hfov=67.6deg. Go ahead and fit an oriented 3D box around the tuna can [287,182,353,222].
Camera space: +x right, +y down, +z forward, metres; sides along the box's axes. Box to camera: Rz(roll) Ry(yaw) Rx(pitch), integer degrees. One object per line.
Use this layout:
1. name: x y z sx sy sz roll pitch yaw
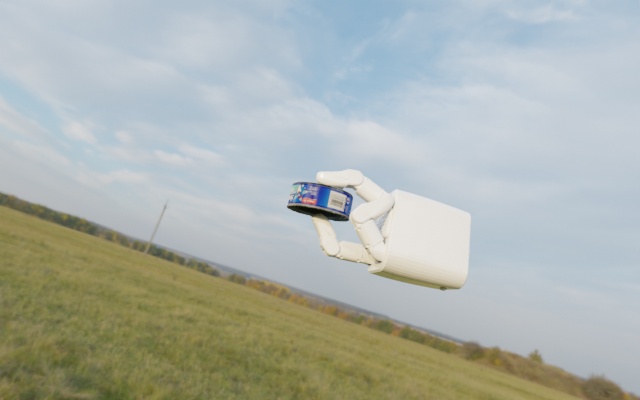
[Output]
1. tuna can: 0.000 0.002 0.641 0.086 0.033 0.086 12 -10 2
